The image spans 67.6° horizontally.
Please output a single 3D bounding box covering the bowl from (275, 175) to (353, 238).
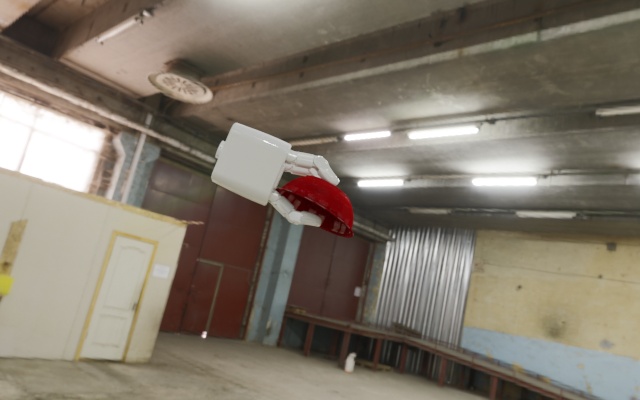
[{"bbox_3d":[0.001,0.003,0.857,0.162,0.055,0.162,29,-14,8],"label":"bowl"}]
